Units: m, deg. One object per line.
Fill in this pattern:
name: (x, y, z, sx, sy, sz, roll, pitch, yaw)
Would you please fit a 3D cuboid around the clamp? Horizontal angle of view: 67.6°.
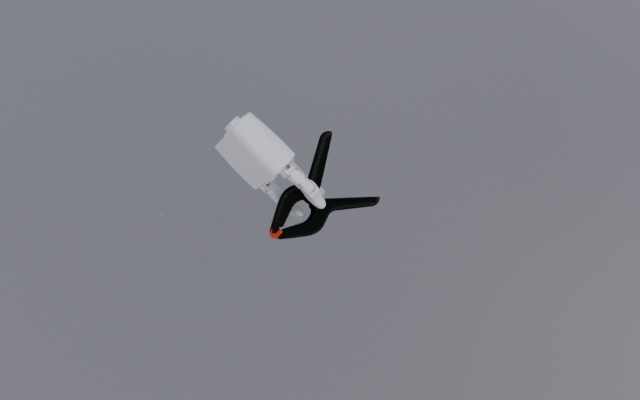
clamp: (0.000, 0.003, 0.851, 0.164, 0.210, 0.036, 45, -14, -13)
